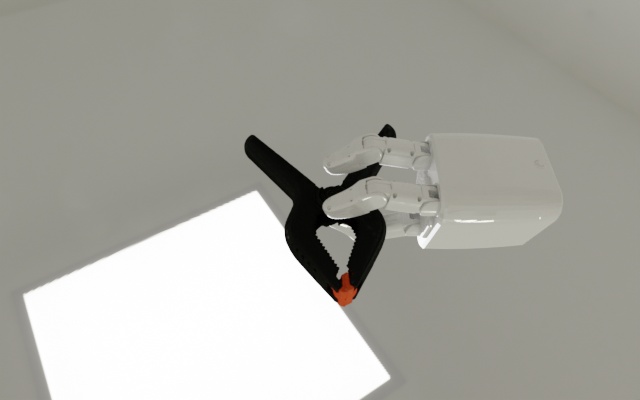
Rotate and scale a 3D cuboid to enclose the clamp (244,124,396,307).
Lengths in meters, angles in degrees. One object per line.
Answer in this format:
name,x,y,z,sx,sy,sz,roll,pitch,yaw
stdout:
clamp,0.000,0.002,0.466,0.164,0.209,0.036,-1,-39,1
